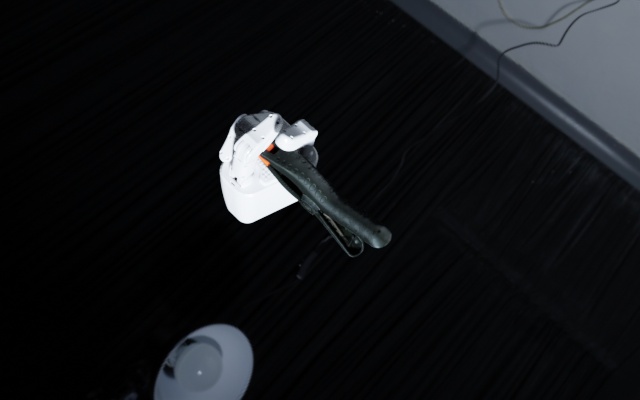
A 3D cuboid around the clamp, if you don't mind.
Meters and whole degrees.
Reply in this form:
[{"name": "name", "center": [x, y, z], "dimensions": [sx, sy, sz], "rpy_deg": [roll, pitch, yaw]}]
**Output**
[{"name": "clamp", "center": [0.000, 0.002, 0.532], "dimensions": [0.039, 0.171, 0.120], "rpy_deg": [-43, -10, -21]}]
